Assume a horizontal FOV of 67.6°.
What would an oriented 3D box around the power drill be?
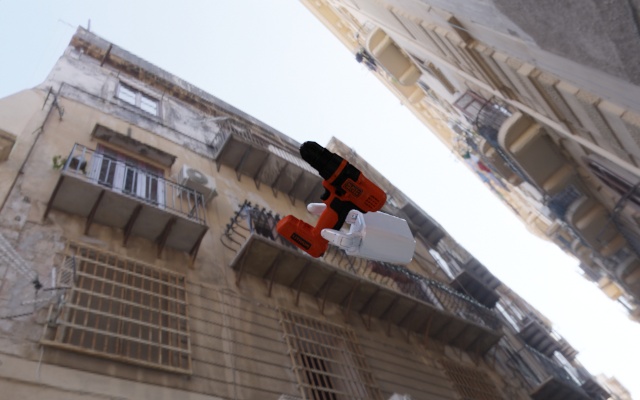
[{"bbox_3d":[0.000,0.003,0.883,0.184,0.188,0.057,37,25,-7],"label":"power drill"}]
